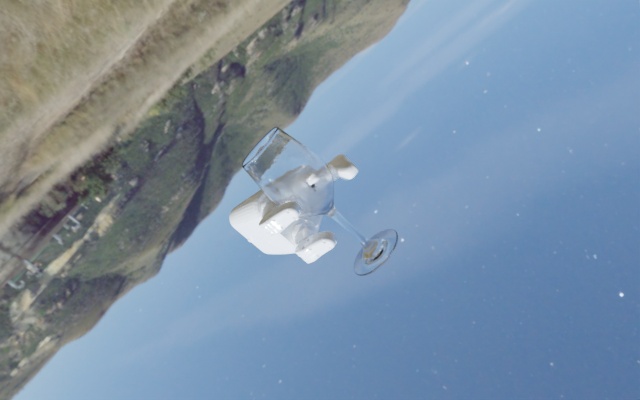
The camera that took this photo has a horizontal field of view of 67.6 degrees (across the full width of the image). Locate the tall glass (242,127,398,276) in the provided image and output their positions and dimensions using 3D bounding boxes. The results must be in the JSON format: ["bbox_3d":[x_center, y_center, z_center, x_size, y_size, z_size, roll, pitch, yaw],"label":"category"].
[{"bbox_3d":[0.001,0.002,0.577,0.201,0.079,0.079,43,-16,-18],"label":"tall glass"}]
